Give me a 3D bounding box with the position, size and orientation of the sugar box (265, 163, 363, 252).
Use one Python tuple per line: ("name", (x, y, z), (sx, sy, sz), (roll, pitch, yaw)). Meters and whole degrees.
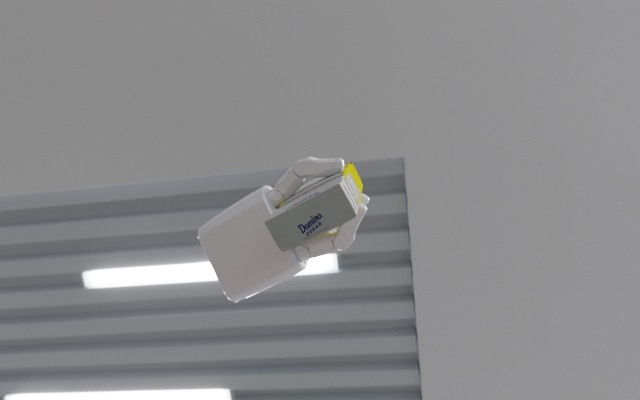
("sugar box", (0.000, 0.002, 0.575), (0.093, 0.048, 0.176), (-27, 10, 13))
